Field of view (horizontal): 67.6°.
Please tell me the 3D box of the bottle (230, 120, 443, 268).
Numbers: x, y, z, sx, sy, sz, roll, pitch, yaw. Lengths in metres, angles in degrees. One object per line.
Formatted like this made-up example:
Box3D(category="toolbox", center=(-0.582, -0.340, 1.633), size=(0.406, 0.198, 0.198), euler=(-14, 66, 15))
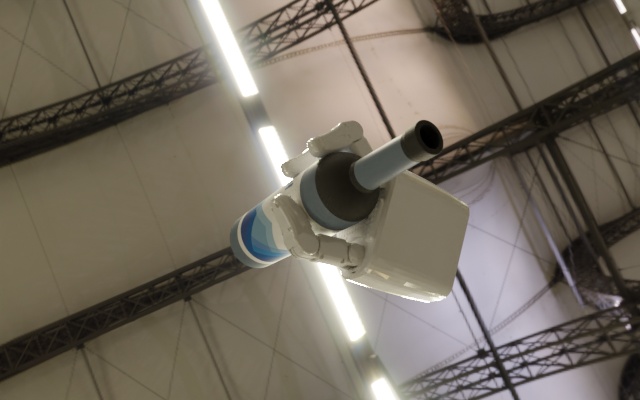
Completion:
Box3D(category="bottle", center=(0.000, 0.002, 0.453), size=(0.069, 0.069, 0.296), euler=(0, -18, -34))
